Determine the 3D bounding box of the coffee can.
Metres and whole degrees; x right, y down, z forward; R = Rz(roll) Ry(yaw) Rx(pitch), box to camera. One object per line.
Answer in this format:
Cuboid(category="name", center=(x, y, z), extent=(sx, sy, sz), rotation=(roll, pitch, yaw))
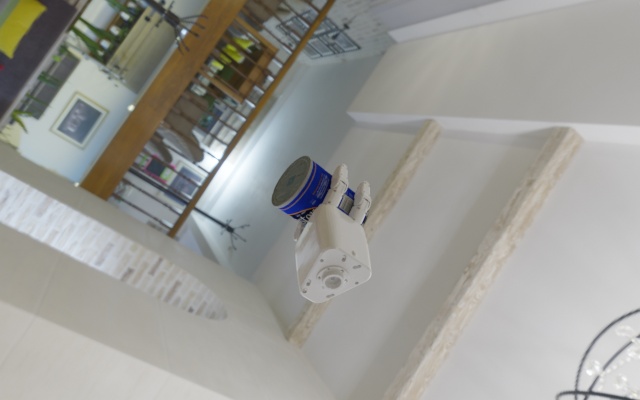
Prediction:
Cuboid(category="coffee can", center=(0.000, 0.003, 0.838), extent=(0.140, 0.102, 0.103), rotation=(35, -17, -25))
